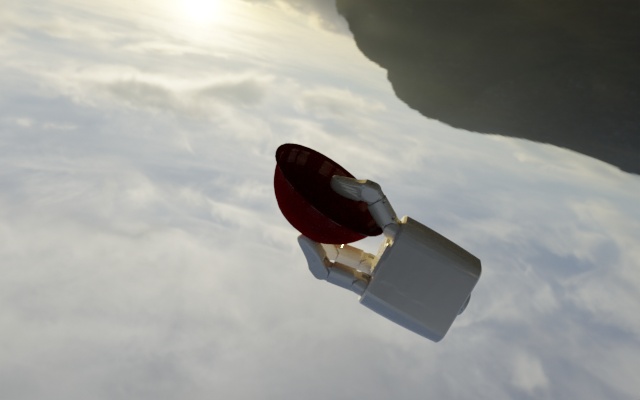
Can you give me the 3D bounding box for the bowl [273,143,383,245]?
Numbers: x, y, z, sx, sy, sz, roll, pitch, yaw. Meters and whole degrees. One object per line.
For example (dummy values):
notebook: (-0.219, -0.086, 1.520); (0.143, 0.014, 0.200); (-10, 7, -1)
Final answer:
bowl: (-0.001, 0.001, 0.581); (0.162, 0.055, 0.162); (32, 25, -16)
